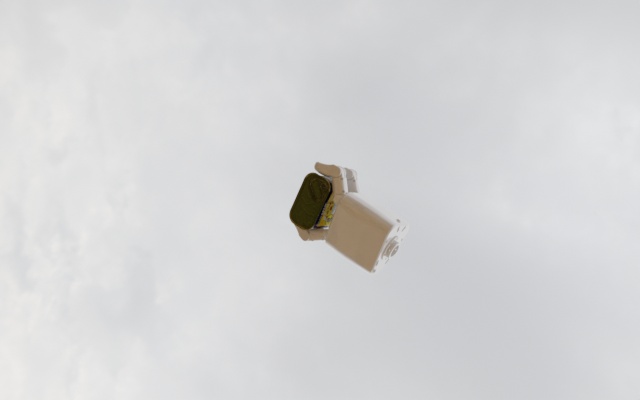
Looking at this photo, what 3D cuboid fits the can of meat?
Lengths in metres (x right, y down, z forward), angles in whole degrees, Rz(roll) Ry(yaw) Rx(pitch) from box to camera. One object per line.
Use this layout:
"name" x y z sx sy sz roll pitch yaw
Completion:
"can of meat" 0.000 0.003 0.882 0.057 0.102 0.084 30 13 27
